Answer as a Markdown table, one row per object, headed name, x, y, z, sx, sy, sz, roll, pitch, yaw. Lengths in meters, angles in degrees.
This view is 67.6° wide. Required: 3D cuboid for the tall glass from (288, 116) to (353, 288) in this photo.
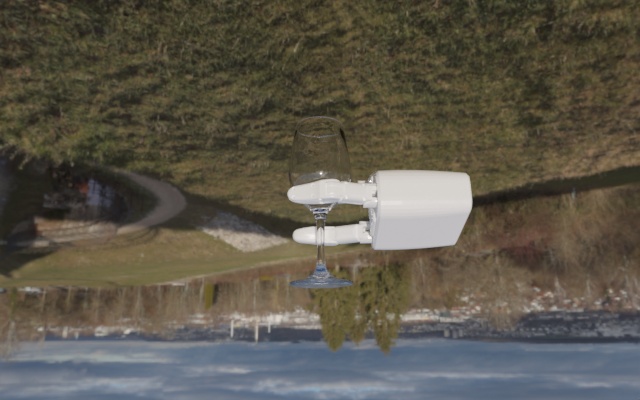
| name | x | y | z | sx | sy | sz | roll | pitch | yaw |
| --- | --- | --- | --- | --- | --- | --- | --- | --- | --- |
| tall glass | 0.000 | 0.003 | 0.581 | 0.079 | 0.201 | 0.079 | -1 | -16 | 0 |
